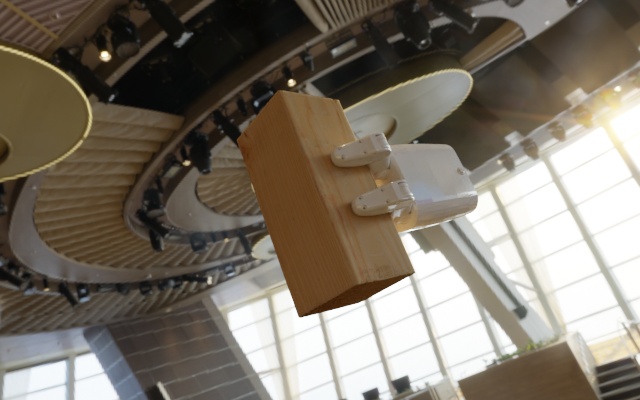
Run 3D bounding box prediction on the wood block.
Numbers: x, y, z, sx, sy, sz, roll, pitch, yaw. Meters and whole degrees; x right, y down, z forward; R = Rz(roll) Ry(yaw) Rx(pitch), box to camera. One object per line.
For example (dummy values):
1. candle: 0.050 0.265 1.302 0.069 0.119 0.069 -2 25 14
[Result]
1. wood block: 0.000 0.002 0.492 0.090 0.206 0.091 -2 -28 -42
